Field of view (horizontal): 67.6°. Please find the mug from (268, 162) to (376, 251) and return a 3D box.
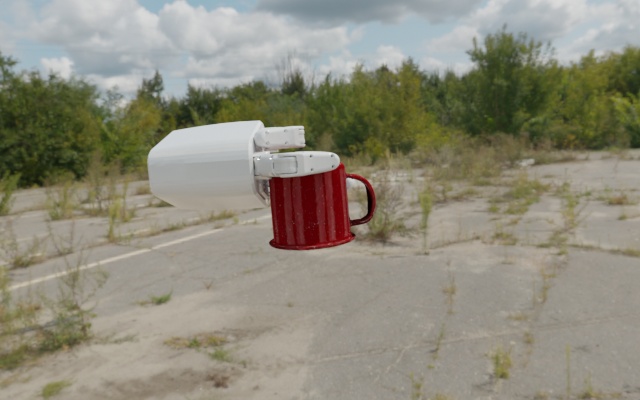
[{"bbox_3d":[0.002,0.001,0.506,0.117,0.081,0.093,-5,7,1],"label":"mug"}]
